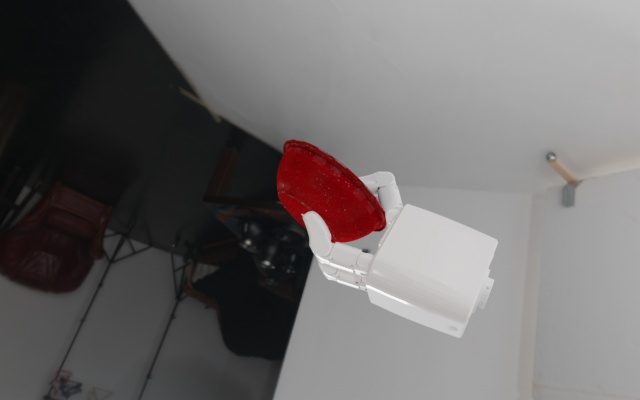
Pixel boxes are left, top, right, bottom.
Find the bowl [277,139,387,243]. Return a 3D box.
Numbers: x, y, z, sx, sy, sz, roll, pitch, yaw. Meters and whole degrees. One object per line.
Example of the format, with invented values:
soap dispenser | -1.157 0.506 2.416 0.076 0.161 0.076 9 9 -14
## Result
bowl | -0.001 0.002 0.582 0.162 0.055 0.162 38 -16 13
